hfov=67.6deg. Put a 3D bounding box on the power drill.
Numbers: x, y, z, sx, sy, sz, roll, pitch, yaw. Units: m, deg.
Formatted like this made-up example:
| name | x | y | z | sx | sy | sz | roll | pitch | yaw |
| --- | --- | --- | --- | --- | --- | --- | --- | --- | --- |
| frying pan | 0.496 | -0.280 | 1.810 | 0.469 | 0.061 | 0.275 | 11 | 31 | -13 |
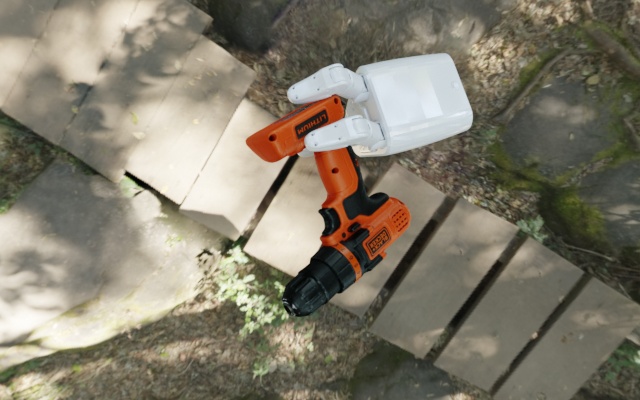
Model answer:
| name | x | y | z | sx | sy | sz | roll | pitch | yaw |
| --- | --- | --- | --- | --- | --- | --- | --- | --- | --- |
| power drill | 0.000 | 0.001 | 0.495 | 0.184 | 0.188 | 0.057 | -38 | 21 | -32 |
